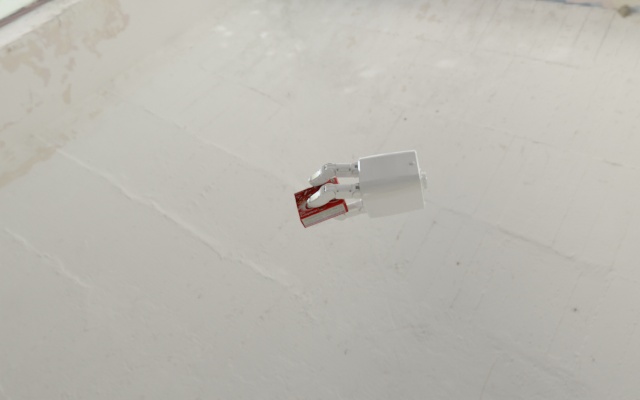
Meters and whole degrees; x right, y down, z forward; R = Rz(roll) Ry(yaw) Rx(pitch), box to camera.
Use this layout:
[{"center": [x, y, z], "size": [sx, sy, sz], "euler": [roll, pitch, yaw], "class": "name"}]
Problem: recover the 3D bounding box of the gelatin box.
[{"center": [0.000, 0.003, 0.887], "size": [0.089, 0.073, 0.030], "euler": [-22, -46, 5], "class": "gelatin box"}]
